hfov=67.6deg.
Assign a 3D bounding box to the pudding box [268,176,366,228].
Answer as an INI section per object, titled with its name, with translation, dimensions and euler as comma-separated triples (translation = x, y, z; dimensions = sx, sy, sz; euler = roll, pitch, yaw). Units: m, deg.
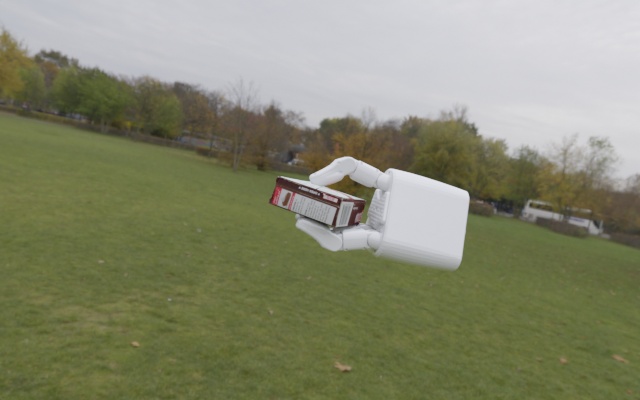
[pudding box]
translation = 0.000, 0.002, 0.602
dimensions = 0.090, 0.039, 0.113
euler = 18, 3, 18
